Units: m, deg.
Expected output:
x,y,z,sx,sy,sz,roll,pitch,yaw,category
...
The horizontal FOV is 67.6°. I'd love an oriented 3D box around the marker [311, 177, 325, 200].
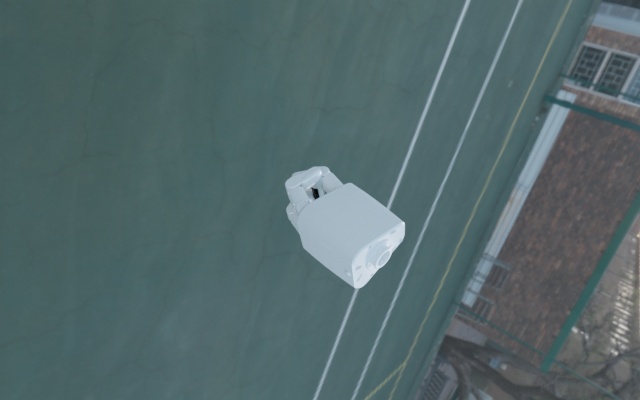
x,y,z,sx,sy,sz,roll,pitch,yaw,category
0.000,0.002,0.760,0.020,0.020,0.121,0,-37,9,marker
